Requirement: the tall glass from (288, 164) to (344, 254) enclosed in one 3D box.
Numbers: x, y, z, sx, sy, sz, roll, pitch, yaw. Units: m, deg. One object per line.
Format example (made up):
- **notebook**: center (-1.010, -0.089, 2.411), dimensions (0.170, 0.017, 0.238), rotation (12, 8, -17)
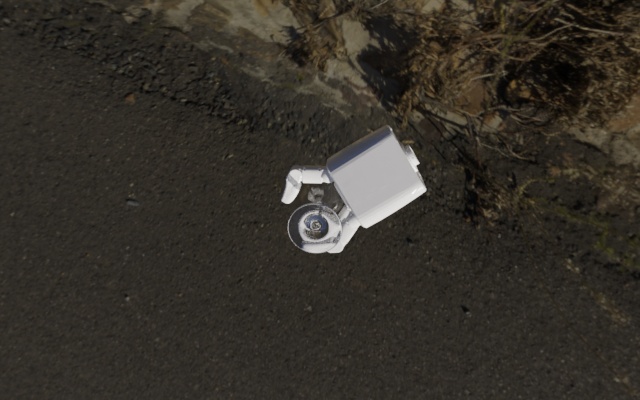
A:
- **tall glass**: center (0.000, 0.003, 0.734), dimensions (0.079, 0.079, 0.201), rotation (0, 21, 4)
